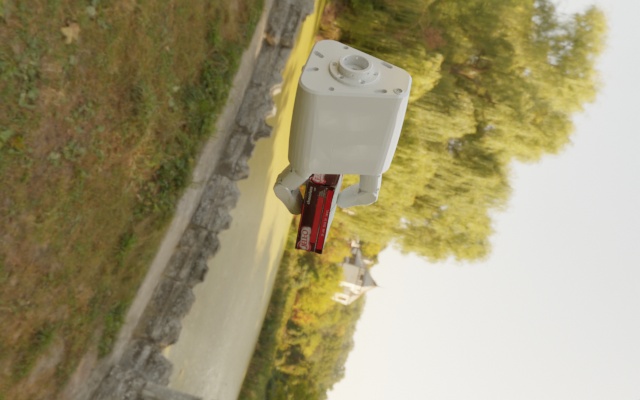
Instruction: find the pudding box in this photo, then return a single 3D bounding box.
[{"bbox_3d":[0.000,0.002,0.599,0.039,0.090,0.113,14,22,5],"label":"pudding box"}]
